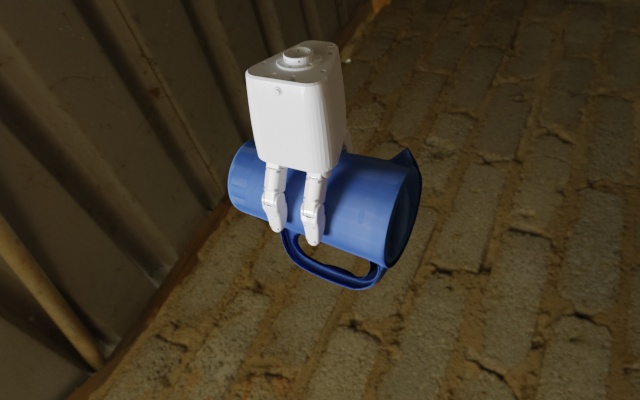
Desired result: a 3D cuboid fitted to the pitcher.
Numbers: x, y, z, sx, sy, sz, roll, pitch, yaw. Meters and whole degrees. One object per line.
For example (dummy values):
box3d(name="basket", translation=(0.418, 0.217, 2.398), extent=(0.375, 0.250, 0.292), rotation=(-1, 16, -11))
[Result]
box3d(name="pitcher", translation=(0.000, 0.002, 0.632), extent=(0.243, 0.145, 0.149), rotation=(16, 47, 24))
